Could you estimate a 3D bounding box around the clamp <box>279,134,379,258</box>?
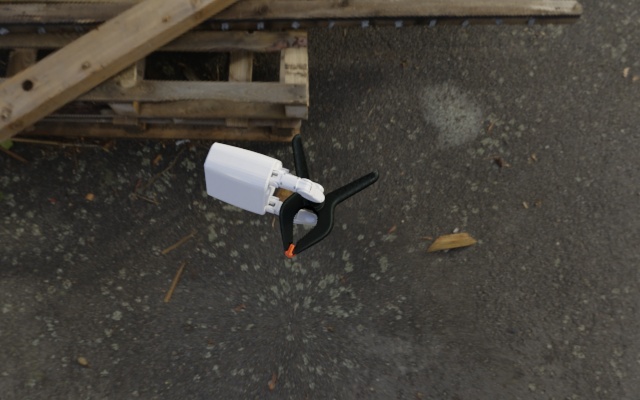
[{"bbox_3d":[0.000,0.003,0.812,0.164,0.210,0.036,18,-15,2],"label":"clamp"}]
